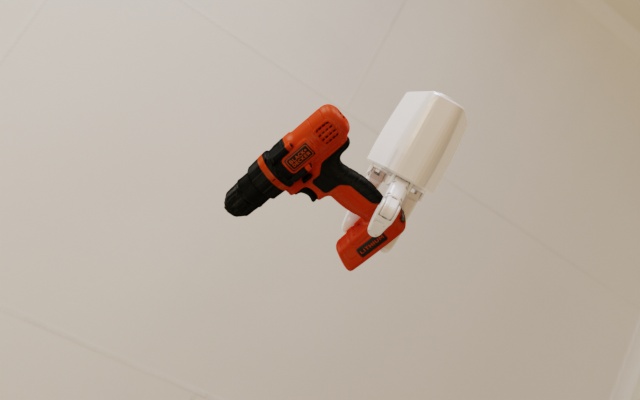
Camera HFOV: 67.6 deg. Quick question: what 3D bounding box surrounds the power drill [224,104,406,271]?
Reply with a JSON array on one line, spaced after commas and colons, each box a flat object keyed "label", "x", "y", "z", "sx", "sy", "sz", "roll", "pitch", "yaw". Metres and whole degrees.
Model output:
[{"label": "power drill", "x": 0.001, "y": 0.002, "z": 0.592, "sx": 0.184, "sy": 0.188, "sz": 0.057, "roll": -39, "pitch": 23, "yaw": 16}]
